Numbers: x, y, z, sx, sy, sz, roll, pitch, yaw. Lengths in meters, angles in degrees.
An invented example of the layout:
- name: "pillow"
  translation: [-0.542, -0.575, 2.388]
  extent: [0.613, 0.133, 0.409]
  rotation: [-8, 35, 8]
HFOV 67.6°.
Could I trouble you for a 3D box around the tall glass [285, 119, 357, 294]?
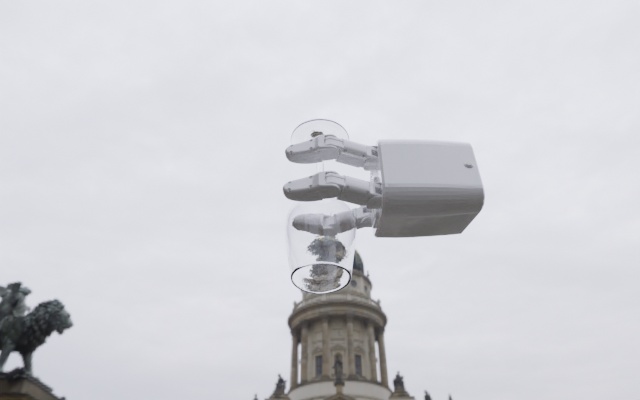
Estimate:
- name: "tall glass"
  translation: [0.000, 0.001, 0.543]
  extent: [0.079, 0.200, 0.079]
  rotation: [0, -39, 0]
